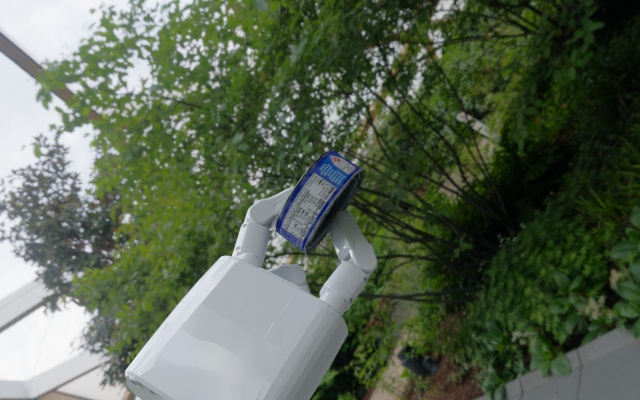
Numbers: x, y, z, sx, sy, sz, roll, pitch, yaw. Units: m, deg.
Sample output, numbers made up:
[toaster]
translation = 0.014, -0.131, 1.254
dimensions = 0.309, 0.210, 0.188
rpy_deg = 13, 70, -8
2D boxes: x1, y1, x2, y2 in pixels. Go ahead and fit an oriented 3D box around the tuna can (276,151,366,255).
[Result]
[tuna can]
translation = 0.000, 0.001, 0.400
dimensions = 0.034, 0.086, 0.086
rpy_deg = 35, 6, 9
